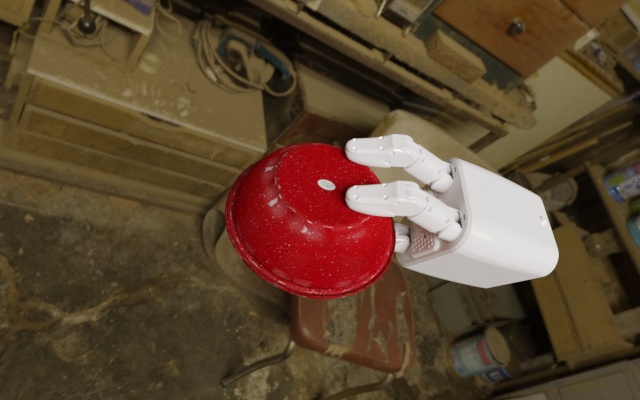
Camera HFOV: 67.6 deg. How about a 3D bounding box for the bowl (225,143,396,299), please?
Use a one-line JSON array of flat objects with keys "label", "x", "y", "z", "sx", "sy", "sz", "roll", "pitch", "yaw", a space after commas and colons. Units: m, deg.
[{"label": "bowl", "x": -0.001, "y": 0.001, "z": 0.419, "sx": 0.162, "sy": 0.162, "sz": 0.055, "roll": 0, "pitch": -37, "yaw": -18}]
